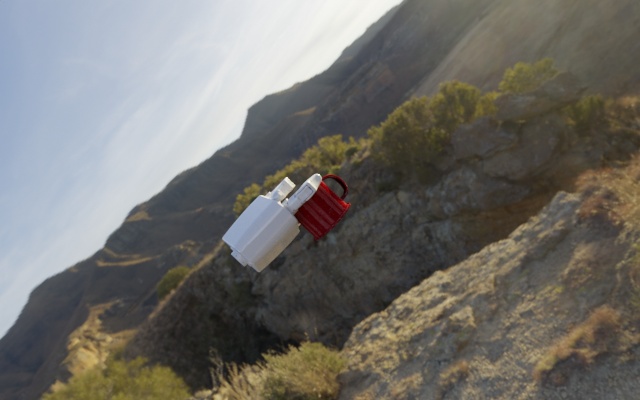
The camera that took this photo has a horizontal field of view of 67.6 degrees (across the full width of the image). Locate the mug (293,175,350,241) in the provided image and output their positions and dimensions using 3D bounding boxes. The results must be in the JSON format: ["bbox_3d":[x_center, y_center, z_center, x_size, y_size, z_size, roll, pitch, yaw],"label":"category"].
[{"bbox_3d":[0.001,0.002,0.852,0.081,0.117,0.093,44,-14,-7],"label":"mug"}]
